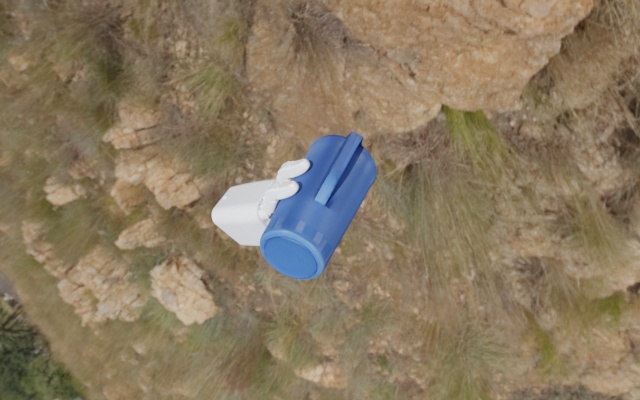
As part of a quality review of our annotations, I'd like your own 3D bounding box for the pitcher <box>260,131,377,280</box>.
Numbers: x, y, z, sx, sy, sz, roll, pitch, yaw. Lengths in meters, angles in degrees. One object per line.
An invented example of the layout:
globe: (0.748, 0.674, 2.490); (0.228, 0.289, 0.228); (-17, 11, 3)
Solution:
pitcher: (0.000, 0.003, 0.788); (0.145, 0.149, 0.242); (-5, 38, 31)
